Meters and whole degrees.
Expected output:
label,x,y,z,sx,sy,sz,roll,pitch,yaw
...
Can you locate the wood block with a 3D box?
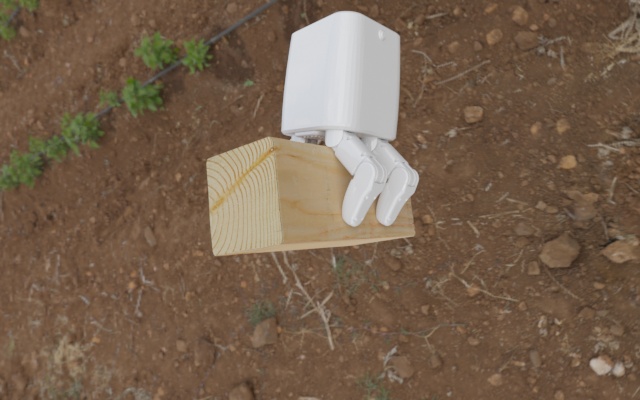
label,x,y,z,sx,sy,sz,roll,pitch,yaw
wood block,0.000,0.001,0.478,0.091,0.090,0.206,-12,-9,40
